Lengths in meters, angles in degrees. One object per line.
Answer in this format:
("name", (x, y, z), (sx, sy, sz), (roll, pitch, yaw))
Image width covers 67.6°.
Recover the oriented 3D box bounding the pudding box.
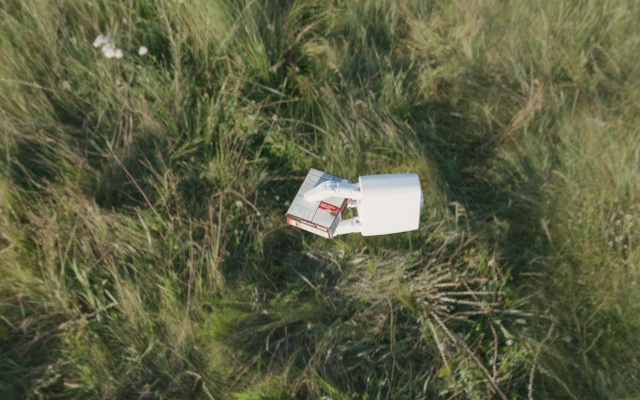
("pudding box", (0.000, 0.003, 0.871), (0.090, 0.113, 0.039), (19, -29, 16))
